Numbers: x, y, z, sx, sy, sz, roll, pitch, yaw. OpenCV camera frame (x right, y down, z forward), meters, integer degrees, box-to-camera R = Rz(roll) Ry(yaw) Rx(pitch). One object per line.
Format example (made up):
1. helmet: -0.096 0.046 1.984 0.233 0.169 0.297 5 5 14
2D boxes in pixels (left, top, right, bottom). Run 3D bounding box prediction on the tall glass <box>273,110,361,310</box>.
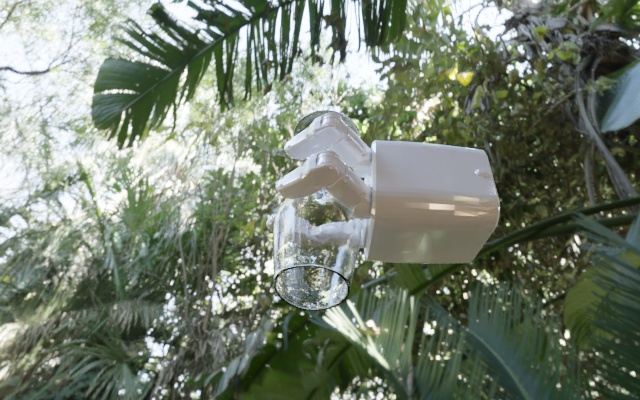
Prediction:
1. tall glass: 0.000 0.001 0.452 0.079 0.079 0.200 0 44 6
